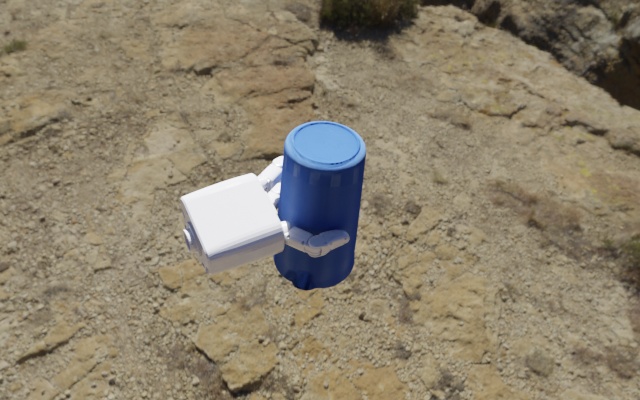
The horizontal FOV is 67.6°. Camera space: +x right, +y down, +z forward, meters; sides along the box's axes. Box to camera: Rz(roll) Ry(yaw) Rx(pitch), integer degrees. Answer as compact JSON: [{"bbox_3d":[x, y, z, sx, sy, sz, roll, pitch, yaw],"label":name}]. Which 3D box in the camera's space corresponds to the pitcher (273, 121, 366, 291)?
[{"bbox_3d":[0.000,0.002,0.709,0.145,0.243,0.149,-19,50,-23],"label":"pitcher"}]
